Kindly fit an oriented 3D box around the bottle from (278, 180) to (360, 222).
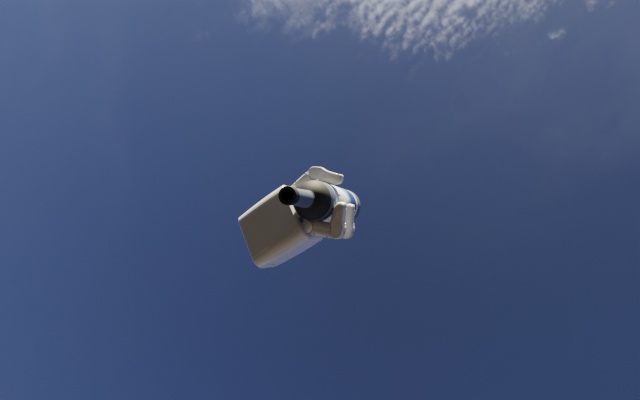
[{"bbox_3d":[0.000,0.003,0.806,0.069,0.069,0.296,0,-4,19],"label":"bottle"}]
